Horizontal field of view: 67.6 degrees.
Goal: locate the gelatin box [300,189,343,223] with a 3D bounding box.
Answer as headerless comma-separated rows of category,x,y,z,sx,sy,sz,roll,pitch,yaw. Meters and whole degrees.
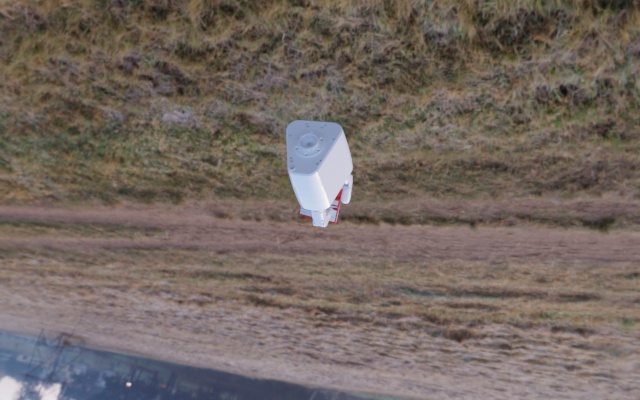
gelatin box,0.000,0.003,0.891,0.073,0.030,0.089,13,-32,3
